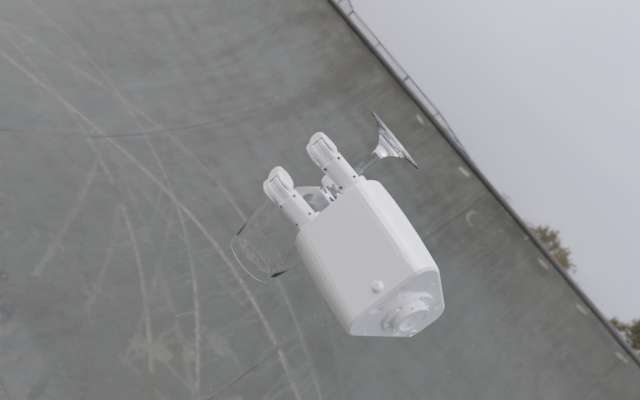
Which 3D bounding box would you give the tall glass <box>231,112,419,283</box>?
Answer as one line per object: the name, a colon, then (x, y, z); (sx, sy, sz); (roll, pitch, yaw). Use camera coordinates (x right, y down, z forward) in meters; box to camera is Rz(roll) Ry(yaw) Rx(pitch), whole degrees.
tall glass: (0.001, 0.001, 0.499); (0.201, 0.079, 0.079); (-39, -8, 10)
